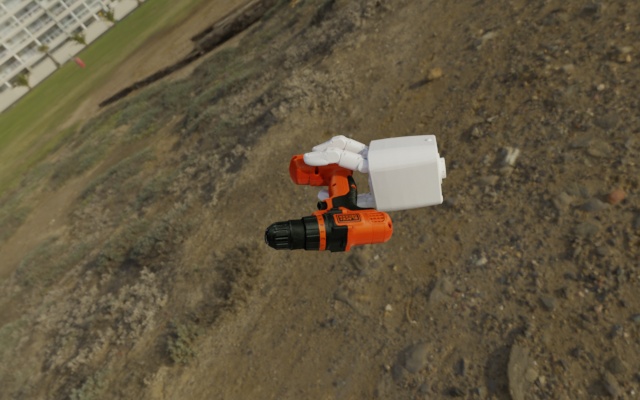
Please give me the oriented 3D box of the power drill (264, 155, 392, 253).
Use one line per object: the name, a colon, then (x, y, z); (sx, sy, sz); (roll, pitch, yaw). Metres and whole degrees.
power drill: (0.000, 0.002, 0.735); (0.184, 0.057, 0.187); (-3, 42, -11)
